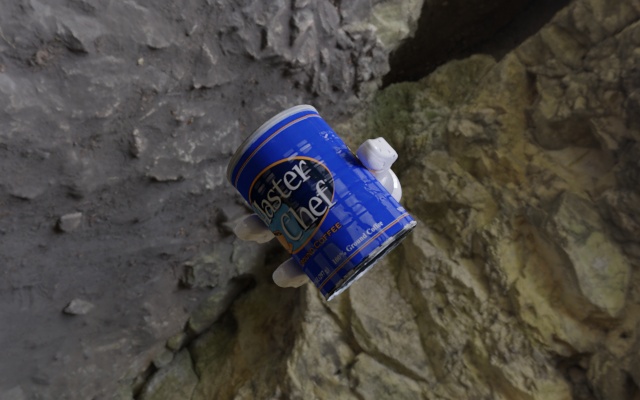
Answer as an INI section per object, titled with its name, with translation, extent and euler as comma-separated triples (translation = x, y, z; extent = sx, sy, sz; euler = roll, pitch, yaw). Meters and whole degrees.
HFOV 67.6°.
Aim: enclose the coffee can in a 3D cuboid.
[coffee can]
translation = 0.000, 0.001, 0.421
extent = 0.103, 0.140, 0.103
euler = -38, -13, -10
